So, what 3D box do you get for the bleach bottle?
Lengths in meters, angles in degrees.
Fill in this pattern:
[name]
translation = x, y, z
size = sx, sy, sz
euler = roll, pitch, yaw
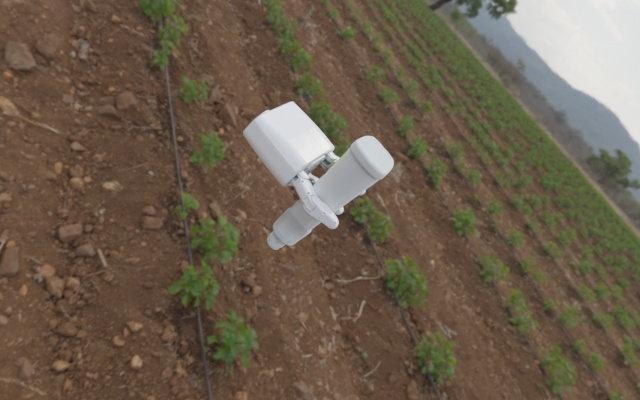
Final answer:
[bleach bottle]
translation = 0.000, 0.002, 0.765
size = 0.251, 0.068, 0.102
euler = -41, -2, 26
